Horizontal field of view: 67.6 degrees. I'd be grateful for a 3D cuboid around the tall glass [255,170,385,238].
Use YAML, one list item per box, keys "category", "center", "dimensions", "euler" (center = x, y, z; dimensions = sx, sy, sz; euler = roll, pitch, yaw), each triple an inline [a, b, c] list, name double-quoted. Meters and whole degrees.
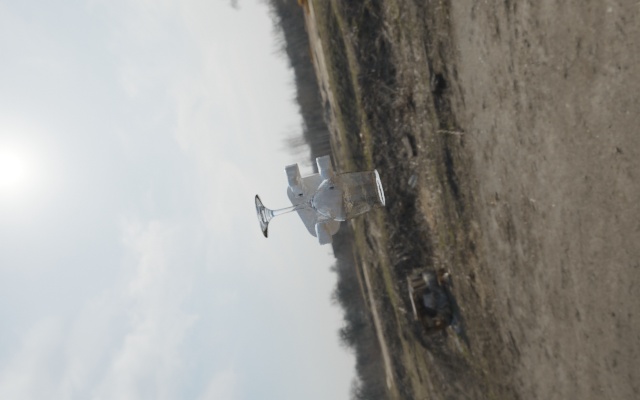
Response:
- category: "tall glass"
  center: [-0.001, 0.003, 0.777]
  dimensions: [0.201, 0.079, 0.079]
  euler: [-13, -1, 3]
